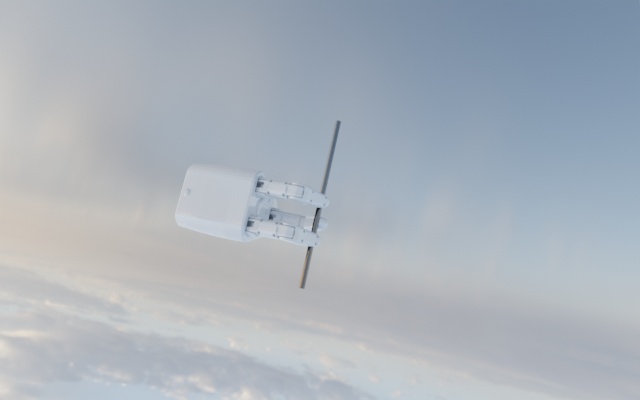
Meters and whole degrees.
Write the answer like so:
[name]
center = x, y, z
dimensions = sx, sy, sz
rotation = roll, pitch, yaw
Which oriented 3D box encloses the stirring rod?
[stirring rod]
center = 0.000, 0.002, 0.660
dimensions = 0.011, 0.239, 0.011
rotation = 12, -11, 2
